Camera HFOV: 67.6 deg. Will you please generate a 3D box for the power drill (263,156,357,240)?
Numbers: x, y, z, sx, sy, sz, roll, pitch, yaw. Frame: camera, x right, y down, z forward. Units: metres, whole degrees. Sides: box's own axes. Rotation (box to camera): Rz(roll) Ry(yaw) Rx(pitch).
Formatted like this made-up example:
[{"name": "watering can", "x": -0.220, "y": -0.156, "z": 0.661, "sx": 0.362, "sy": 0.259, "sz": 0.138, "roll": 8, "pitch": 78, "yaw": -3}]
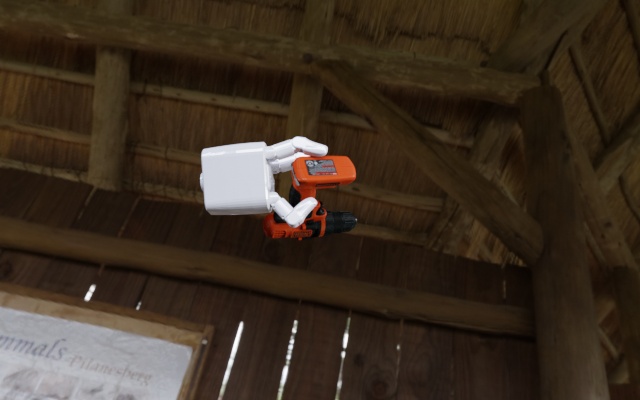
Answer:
[{"name": "power drill", "x": 0.000, "y": 0.002, "z": 0.857, "sx": 0.184, "sy": 0.057, "sz": 0.188, "roll": -4, "pitch": -39, "yaw": -21}]
